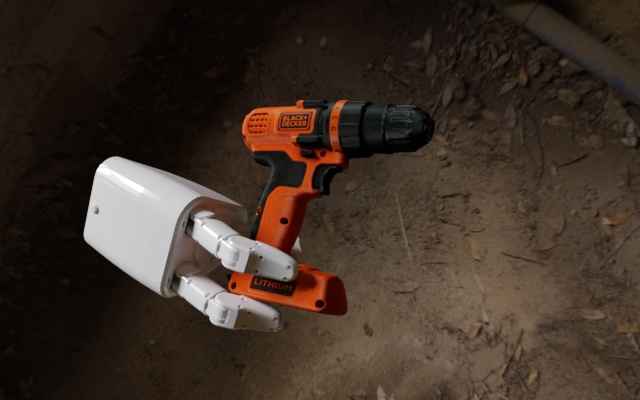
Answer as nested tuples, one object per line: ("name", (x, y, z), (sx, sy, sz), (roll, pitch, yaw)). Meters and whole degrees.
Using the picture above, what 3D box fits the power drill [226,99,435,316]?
("power drill", (0.000, 0.002, 0.421), (0.184, 0.187, 0.057), (4, -14, 30))
